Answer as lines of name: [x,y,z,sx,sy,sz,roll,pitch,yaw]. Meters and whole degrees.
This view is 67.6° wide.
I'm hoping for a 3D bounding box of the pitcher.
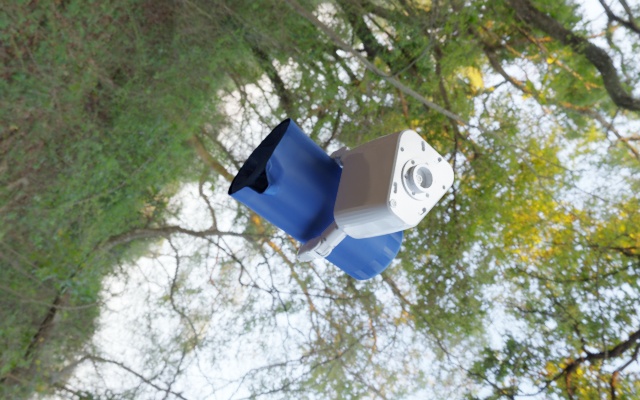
pitcher: [0.000,0.002,0.691,0.243,0.149,0.145,39,-28,-19]
